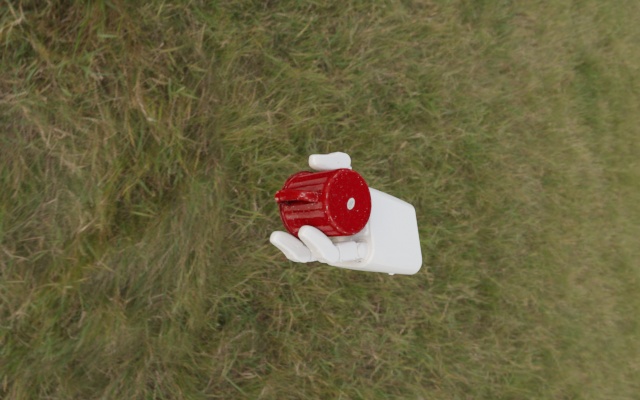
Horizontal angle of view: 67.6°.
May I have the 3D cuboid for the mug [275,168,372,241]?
[{"bbox_3d":[-0.001,0.002,0.583,0.117,0.093,0.081,15,-14,-39],"label":"mug"}]
